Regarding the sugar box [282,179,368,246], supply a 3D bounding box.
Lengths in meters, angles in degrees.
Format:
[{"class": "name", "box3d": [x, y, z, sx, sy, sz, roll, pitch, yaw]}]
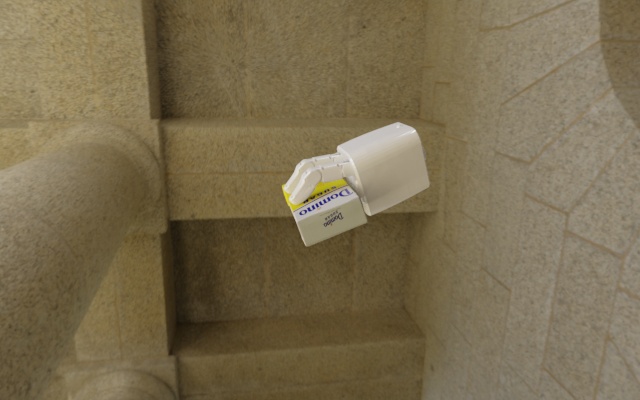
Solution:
[{"class": "sugar box", "box3d": [0.000, 0.002, 0.715, 0.093, 0.048, 0.176, -22, 18, -5]}]
